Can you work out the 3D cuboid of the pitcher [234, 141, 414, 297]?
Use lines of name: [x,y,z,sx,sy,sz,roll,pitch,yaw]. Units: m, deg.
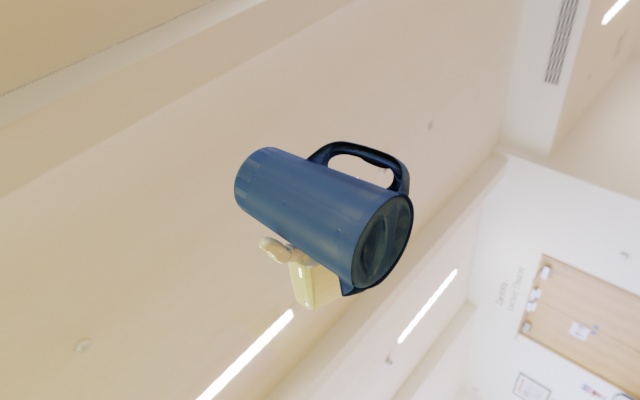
pitcher: [0.000,0.002,0.656,0.242,0.145,0.149,27,50,34]
